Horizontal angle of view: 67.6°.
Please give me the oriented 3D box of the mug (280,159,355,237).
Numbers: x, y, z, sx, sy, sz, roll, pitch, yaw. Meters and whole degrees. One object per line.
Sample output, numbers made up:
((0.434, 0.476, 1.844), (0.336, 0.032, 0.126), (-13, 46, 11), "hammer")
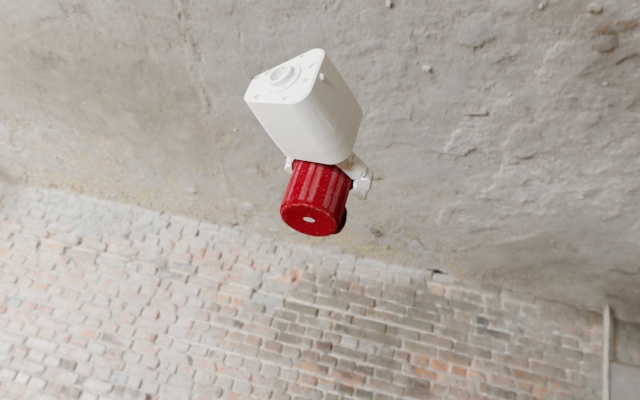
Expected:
((0.001, 0.003, 0.651), (0.093, 0.081, 0.117), (-6, -39, 33), "mug")
